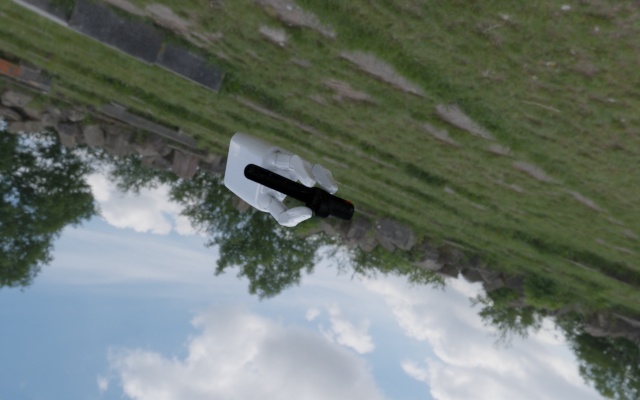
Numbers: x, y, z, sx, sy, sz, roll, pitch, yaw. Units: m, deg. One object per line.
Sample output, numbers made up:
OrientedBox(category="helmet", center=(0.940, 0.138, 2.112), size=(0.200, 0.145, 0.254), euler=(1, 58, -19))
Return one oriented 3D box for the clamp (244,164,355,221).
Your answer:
OrientedBox(category="clamp", center=(0.000, 0.003, 0.749), size=(0.164, 0.036, 0.210), euler=(30, 7, 40))
